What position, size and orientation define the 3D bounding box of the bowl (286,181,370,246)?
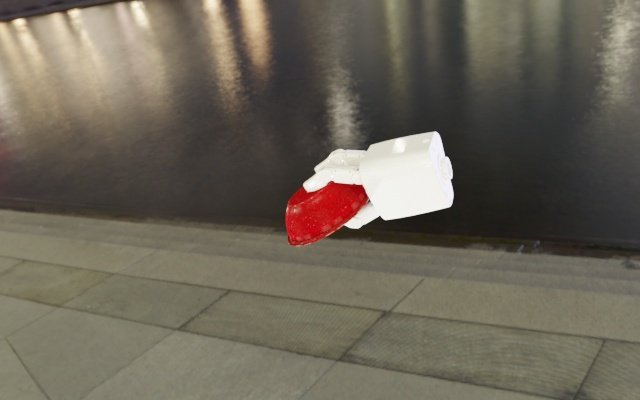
[{"bbox_3d":[-0.001,0.003,0.772,0.162,0.055,0.162,-32,16,10],"label":"bowl"}]
